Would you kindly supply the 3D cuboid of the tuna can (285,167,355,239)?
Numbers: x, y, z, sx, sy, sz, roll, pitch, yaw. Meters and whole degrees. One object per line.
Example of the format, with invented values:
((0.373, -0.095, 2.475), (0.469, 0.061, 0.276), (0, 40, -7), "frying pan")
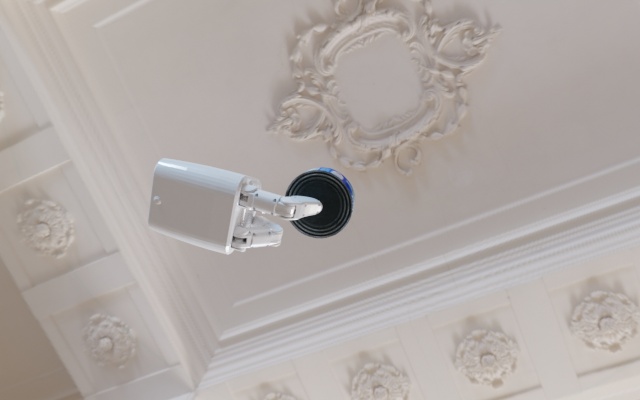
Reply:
((0.000, 0.002, 0.599), (0.086, 0.086, 0.033), (0, 12, 12), "tuna can")
